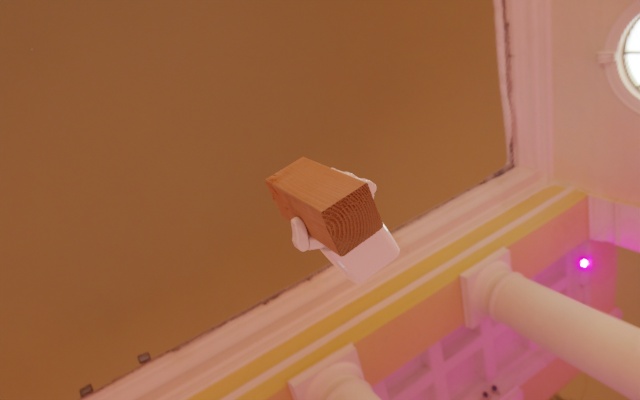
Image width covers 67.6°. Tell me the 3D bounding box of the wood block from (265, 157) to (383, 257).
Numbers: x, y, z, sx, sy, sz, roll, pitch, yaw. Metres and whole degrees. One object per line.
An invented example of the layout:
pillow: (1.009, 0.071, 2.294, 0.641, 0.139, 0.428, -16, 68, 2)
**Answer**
wood block: (0.000, 0.003, 0.809, 0.091, 0.090, 0.206, -34, 30, -18)
